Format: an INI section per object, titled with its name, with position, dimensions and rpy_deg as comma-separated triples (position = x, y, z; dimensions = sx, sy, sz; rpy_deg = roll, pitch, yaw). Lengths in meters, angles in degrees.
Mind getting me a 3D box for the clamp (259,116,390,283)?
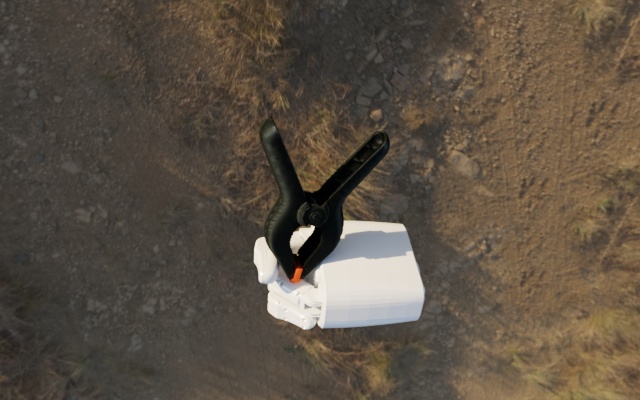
[clamp]
position = 0.000, 0.002, 0.452
dimensions = 0.120, 0.172, 0.039
rpy_deg = -1, 33, -12
